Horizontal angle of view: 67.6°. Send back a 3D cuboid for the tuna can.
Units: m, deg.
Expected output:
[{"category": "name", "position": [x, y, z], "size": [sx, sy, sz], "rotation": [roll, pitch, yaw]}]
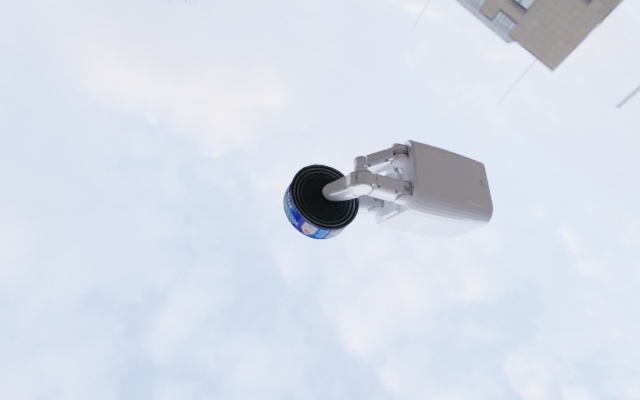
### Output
[{"category": "tuna can", "position": [0.000, 0.002, 0.562], "size": [0.086, 0.086, 0.034], "rotation": [0, -28, -25]}]
